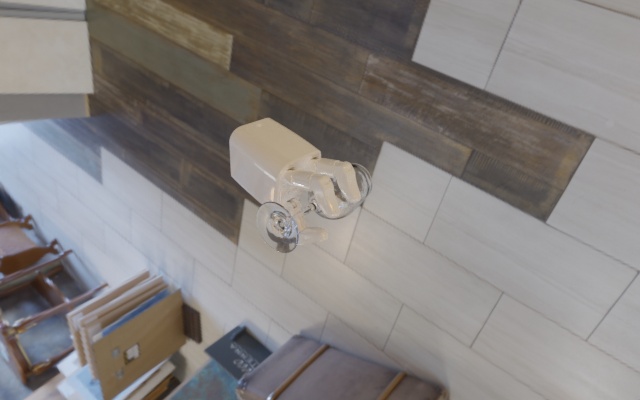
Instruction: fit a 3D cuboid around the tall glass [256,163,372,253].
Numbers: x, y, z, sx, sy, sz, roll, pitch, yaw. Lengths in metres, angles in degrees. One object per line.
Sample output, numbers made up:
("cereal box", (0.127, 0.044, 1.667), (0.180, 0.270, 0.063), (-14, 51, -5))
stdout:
("tall glass", (0.000, 0.003, 0.706), (0.079, 0.079, 0.201), (0, 20, 39))
